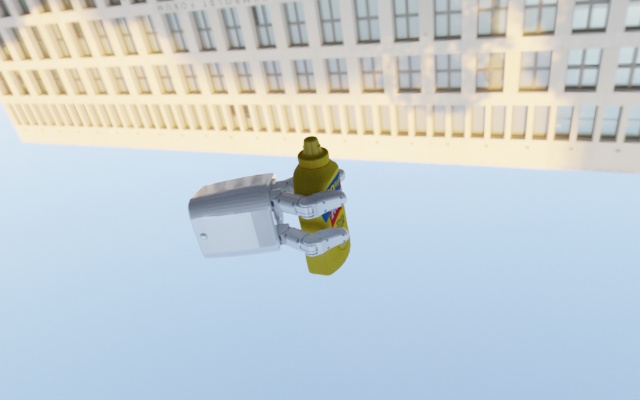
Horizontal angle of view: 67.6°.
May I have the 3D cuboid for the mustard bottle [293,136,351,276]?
[{"bbox_3d":[0.000,0.002,0.651,0.058,0.192,0.096,5,35,23],"label":"mustard bottle"}]
